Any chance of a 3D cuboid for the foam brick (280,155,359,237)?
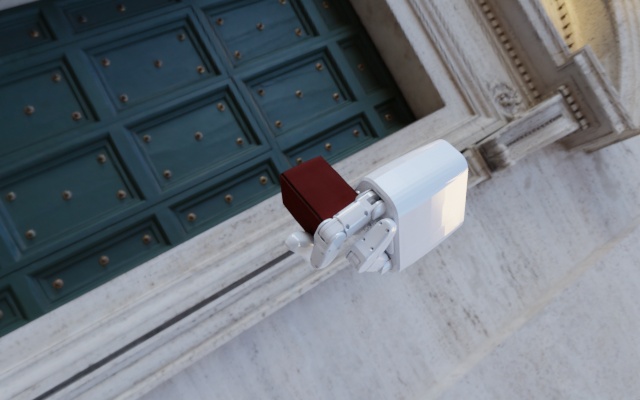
[{"bbox_3d":[0.000,0.001,0.505,0.051,0.078,0.053,-30,-29,-22],"label":"foam brick"}]
